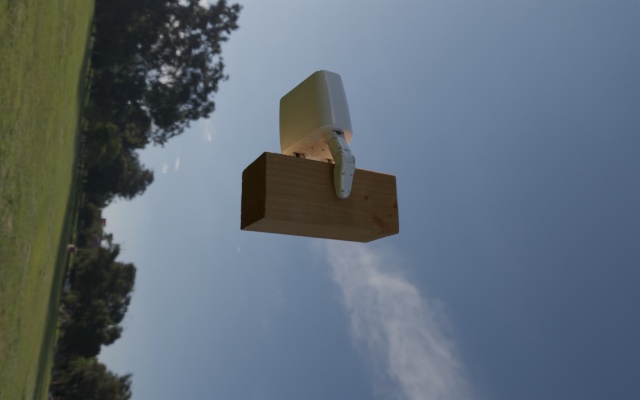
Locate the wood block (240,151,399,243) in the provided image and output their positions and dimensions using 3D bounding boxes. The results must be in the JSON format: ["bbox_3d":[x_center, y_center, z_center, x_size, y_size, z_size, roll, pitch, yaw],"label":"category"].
[{"bbox_3d":[0.000,0.002,0.676,0.206,0.090,0.091,8,-18,-27],"label":"wood block"}]
